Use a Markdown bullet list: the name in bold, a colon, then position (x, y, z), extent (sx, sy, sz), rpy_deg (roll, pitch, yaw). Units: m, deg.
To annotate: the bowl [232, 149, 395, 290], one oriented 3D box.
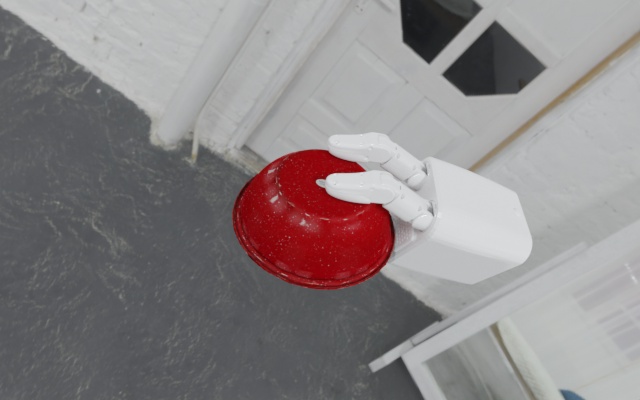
- **bowl**: position (-0.001, 0.001, 0.450), extent (0.162, 0.162, 0.055), rpy_deg (0, -43, -15)
